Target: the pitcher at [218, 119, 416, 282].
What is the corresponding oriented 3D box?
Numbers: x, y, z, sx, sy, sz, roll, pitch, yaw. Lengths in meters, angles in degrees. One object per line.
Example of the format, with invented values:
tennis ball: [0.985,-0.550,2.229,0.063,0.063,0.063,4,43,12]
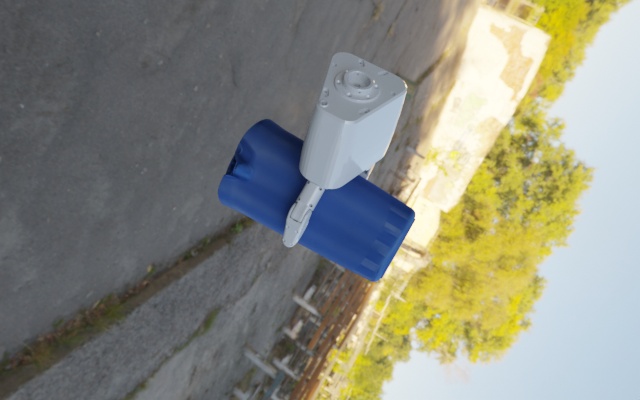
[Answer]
pitcher: [0.000,0.002,0.645,0.243,0.149,0.145,30,-37,11]
